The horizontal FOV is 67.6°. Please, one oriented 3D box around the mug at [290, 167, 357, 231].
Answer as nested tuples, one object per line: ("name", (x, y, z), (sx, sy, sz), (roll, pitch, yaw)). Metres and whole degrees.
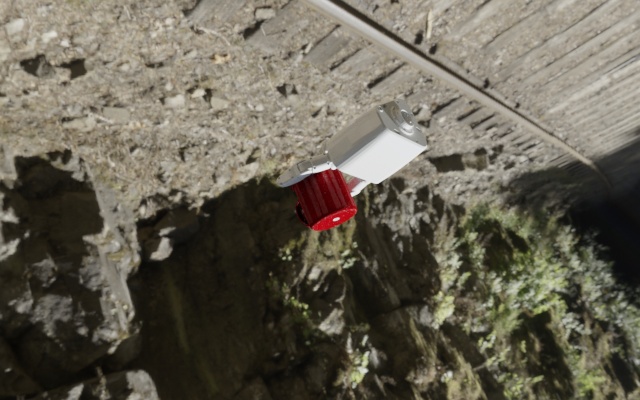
("mug", (-0.001, 0.003, 0.779), (0.093, 0.081, 0.117), (-4, -25, -48))
